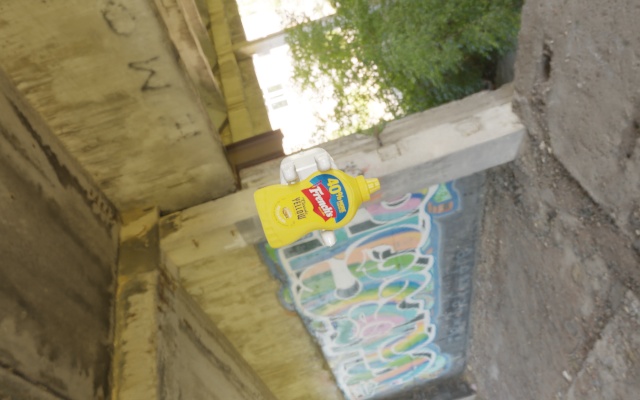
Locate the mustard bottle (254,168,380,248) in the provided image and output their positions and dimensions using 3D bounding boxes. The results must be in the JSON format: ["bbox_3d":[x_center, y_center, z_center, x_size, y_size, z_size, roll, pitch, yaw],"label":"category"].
[{"bbox_3d":[0.000,0.003,0.747,0.191,0.096,0.058,-18,-2,-1],"label":"mustard bottle"}]
